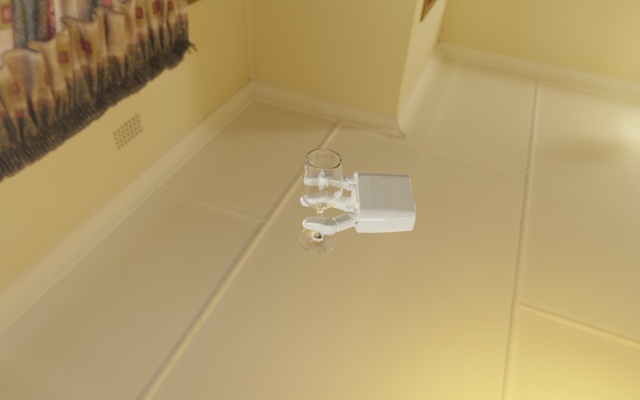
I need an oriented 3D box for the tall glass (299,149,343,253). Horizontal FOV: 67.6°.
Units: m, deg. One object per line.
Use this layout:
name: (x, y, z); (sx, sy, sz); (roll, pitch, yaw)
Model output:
tall glass: (0.000, 0.003, 0.890); (0.079, 0.201, 0.079); (2, 41, -2)
